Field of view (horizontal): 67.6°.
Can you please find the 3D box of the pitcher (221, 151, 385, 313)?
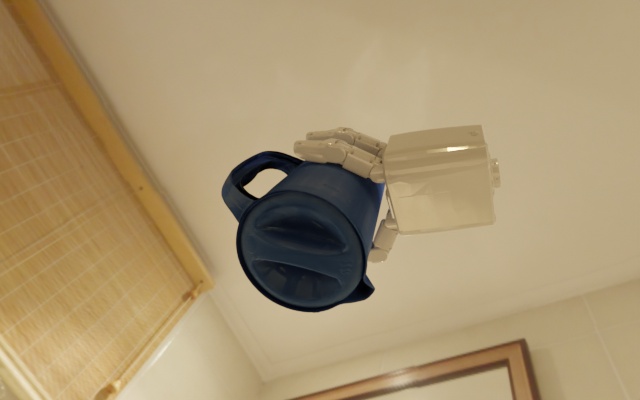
[{"bbox_3d":[0.000,0.002,0.559,0.145,0.149,0.242,-6,21,18],"label":"pitcher"}]
